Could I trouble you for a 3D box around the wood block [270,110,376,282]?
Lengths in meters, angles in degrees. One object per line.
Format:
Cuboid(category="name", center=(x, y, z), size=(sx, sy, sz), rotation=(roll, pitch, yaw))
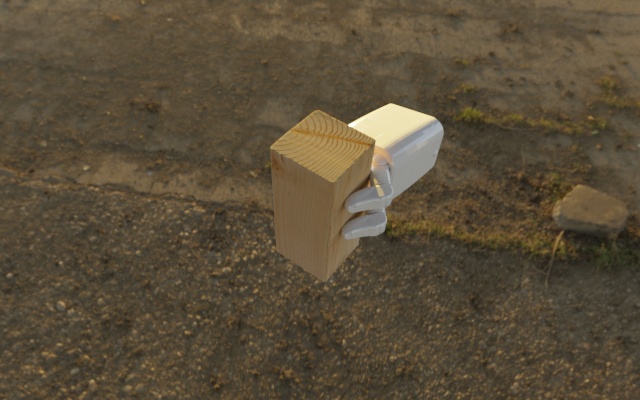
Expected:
Cuboid(category="wood block", center=(0.000, 0.002, 0.618), size=(0.091, 0.206, 0.090), rotation=(31, 55, 22))
